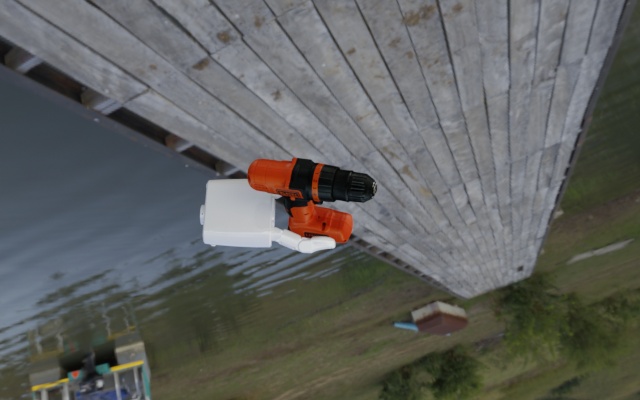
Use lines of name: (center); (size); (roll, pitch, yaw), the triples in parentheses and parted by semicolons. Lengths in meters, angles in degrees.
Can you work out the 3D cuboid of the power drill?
power drill: (0.000, 0.003, 0.718); (0.184, 0.057, 0.188); (10, -25, 17)
